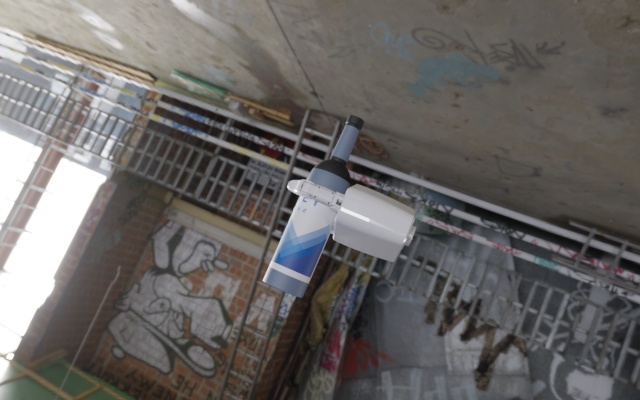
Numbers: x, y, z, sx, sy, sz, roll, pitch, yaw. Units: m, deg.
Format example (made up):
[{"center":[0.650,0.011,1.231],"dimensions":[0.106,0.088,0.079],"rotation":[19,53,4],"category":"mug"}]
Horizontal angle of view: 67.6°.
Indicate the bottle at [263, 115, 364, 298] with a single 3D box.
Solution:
[{"center":[0.000,0.003,0.750],"dimensions":[0.069,0.295,0.069],"rotation":[23,-7,3],"category":"bottle"}]
